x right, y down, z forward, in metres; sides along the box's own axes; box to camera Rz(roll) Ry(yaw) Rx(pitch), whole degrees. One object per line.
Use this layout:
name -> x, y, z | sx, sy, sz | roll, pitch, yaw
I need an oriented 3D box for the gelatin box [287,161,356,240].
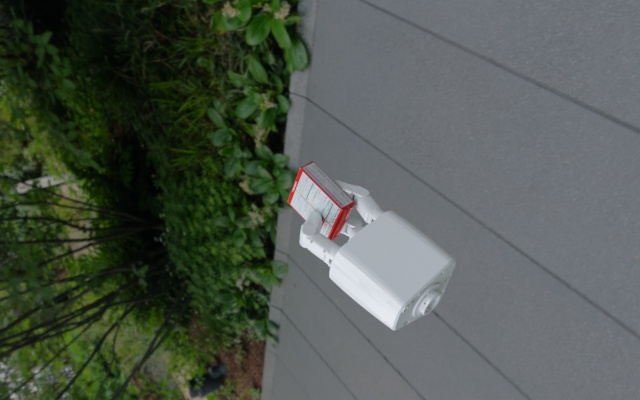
gelatin box -> 0.000, 0.002, 0.661 | 0.030, 0.089, 0.073 | -29, -25, -38
